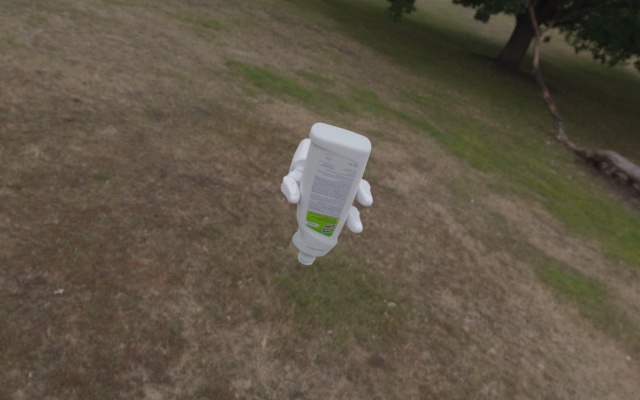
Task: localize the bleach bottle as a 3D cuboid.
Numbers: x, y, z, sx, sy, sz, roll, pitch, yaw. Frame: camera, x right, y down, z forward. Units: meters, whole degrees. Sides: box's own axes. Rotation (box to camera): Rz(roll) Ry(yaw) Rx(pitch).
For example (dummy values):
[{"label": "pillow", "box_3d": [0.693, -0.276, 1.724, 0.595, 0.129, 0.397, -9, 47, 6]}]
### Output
[{"label": "bleach bottle", "box_3d": [0.000, 0.003, 0.805, 0.102, 0.251, 0.068, 17, 30, -4]}]
